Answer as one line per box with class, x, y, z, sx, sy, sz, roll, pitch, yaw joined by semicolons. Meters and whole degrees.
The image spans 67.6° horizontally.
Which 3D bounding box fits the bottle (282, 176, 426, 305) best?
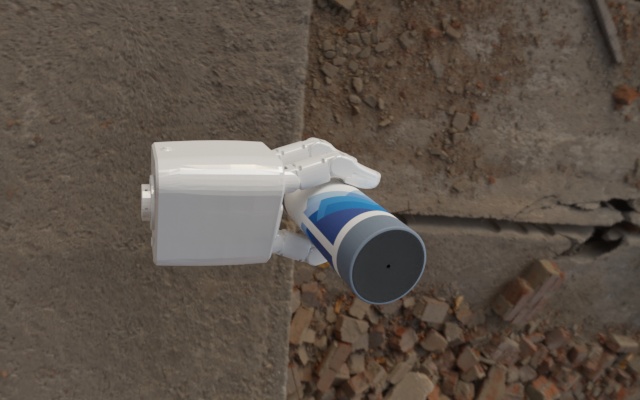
bottle;0.000;0.002;0.490;0.069;0.069;0.295;0;19;-22
